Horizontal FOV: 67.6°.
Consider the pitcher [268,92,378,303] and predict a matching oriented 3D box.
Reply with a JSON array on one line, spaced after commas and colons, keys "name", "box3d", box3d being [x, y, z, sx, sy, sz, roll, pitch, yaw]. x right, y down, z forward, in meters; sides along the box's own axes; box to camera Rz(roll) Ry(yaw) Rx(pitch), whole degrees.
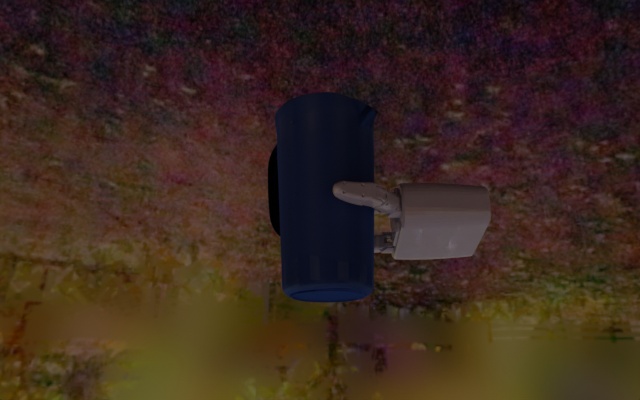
[{"name": "pitcher", "box3d": [0.000, 0.002, 0.606, 0.145, 0.242, 0.149, 0, -20, -2]}]
